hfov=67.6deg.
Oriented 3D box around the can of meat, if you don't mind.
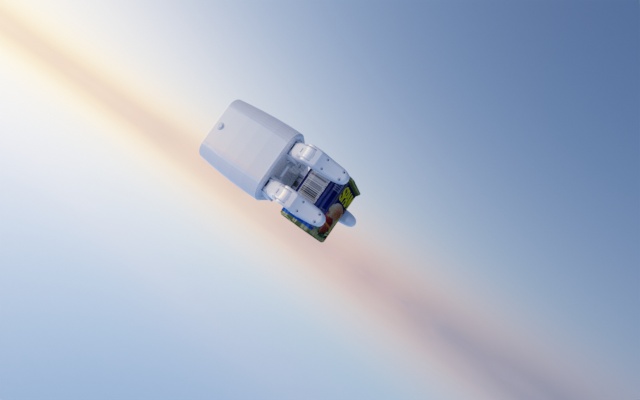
[{"bbox_3d":[0.000,0.002,0.600,0.057,0.084,0.102,34,-4,16],"label":"can of meat"}]
